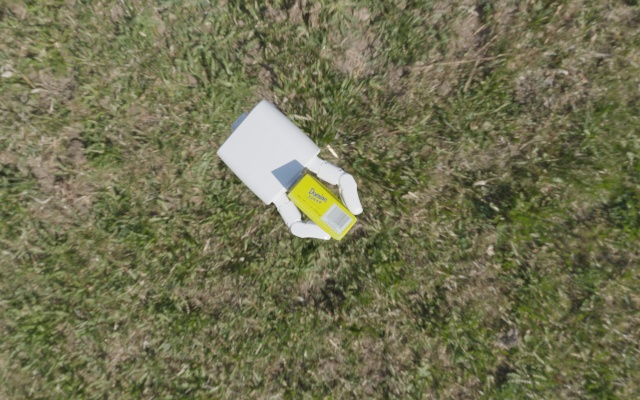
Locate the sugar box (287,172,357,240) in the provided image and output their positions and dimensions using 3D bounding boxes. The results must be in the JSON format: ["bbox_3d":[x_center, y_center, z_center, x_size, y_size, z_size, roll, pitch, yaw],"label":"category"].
[{"bbox_3d":[0.000,0.002,0.710,0.093,0.048,0.176,43,4,-5],"label":"sugar box"}]
